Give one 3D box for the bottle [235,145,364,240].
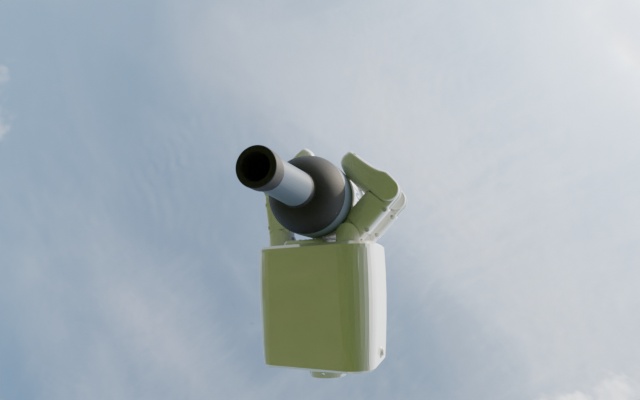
[{"bbox_3d":[0.000,0.001,0.429,0.069,0.069,0.296,0,-9,16],"label":"bottle"}]
